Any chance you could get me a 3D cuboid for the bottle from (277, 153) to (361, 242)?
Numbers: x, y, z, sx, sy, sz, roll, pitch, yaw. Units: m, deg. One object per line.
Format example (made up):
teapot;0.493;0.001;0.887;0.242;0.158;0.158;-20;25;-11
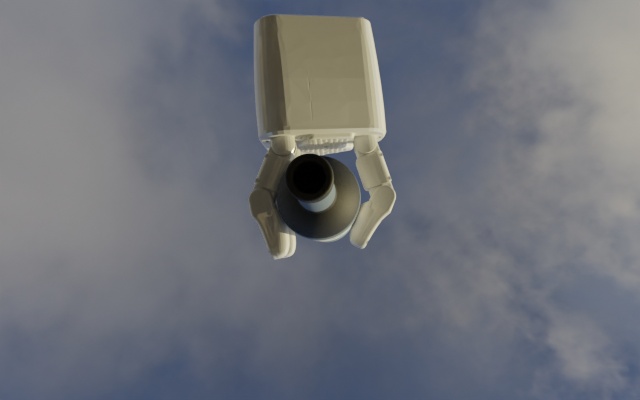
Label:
bottle;0.000;0.001;0.413;0.069;0.069;0.296;0;-6;3
